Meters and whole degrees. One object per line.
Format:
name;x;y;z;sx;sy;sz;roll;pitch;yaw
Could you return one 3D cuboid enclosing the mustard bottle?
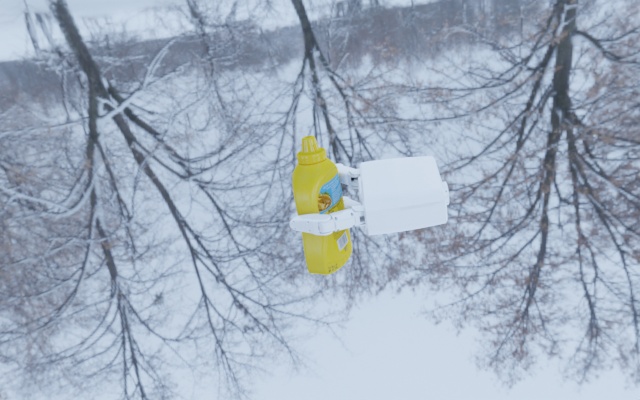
mustard bottle;0.000;0.002;0.680;0.058;0.192;0.096;1;24;28
